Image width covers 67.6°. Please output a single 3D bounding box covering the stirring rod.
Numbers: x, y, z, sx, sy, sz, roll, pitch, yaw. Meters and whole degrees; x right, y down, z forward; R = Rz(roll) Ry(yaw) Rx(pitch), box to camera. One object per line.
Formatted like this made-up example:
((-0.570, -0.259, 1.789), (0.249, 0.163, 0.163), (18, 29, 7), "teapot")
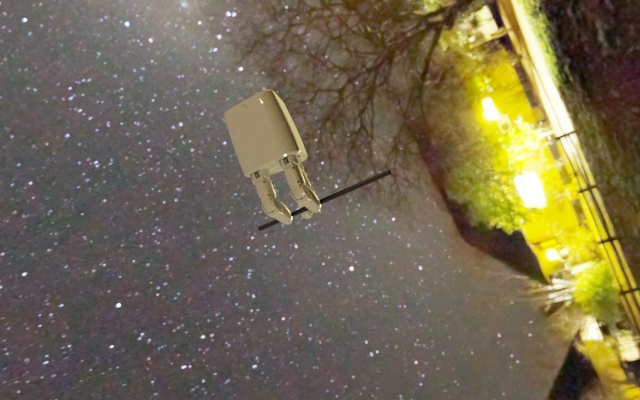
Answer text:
((0.000, 0.002, 0.744), (0.239, 0.011, 0.011), (-24, -10, 23), "stirring rod")
